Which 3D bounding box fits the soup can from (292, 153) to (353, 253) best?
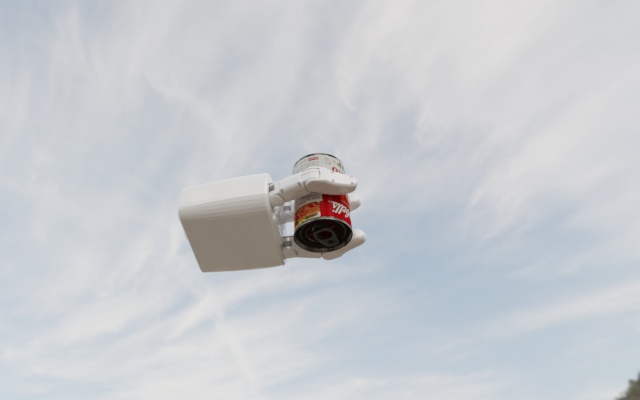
[{"bbox_3d":[0.001,0.001,0.572,0.068,0.102,0.069,-3,-39,-2],"label":"soup can"}]
